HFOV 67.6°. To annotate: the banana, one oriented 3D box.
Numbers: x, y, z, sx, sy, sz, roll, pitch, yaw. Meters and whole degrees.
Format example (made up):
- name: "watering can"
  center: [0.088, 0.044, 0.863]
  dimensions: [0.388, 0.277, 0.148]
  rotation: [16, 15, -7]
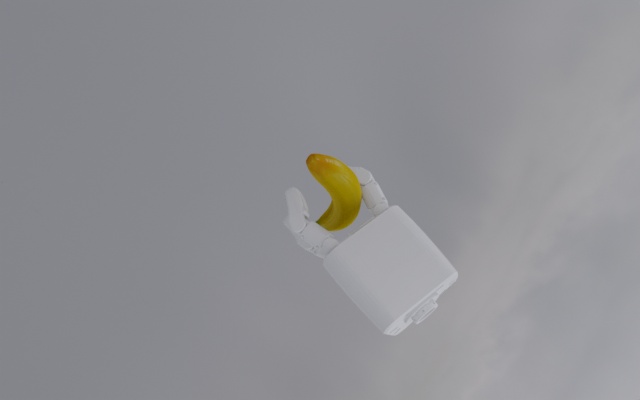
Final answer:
- name: "banana"
  center: [0.018, -0.002, 0.577]
  dimensions: [0.069, 0.037, 0.198]
  rotation: [-17, -26, -10]
